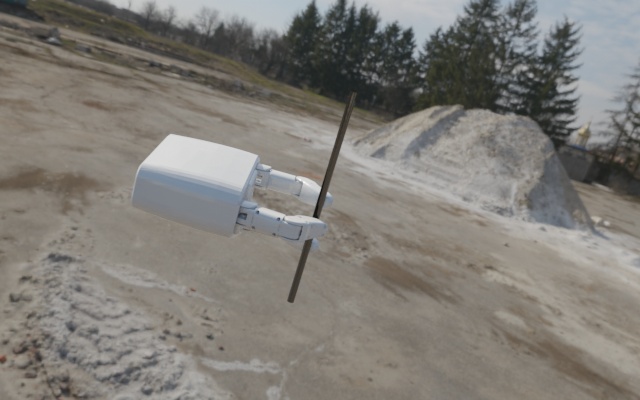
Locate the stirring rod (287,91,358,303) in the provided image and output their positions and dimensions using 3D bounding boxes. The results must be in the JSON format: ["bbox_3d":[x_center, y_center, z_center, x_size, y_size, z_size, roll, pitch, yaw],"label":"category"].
[{"bbox_3d":[0.000,0.002,0.514,0.011,0.239,0.011,16,13,-4],"label":"stirring rod"}]
